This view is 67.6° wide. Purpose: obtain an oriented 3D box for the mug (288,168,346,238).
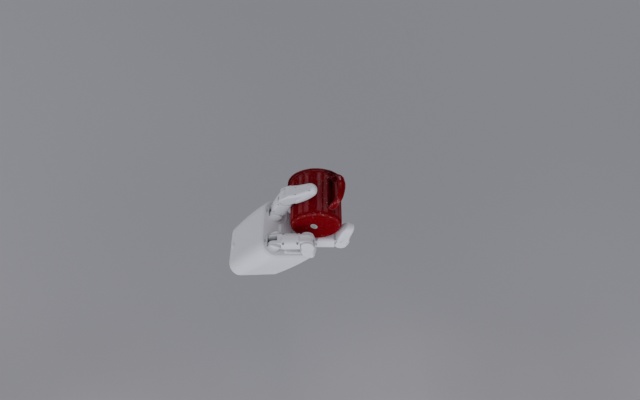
[{"bbox_3d":[0.001,0.002,0.758,0.093,0.081,0.117,22,-38,-32],"label":"mug"}]
